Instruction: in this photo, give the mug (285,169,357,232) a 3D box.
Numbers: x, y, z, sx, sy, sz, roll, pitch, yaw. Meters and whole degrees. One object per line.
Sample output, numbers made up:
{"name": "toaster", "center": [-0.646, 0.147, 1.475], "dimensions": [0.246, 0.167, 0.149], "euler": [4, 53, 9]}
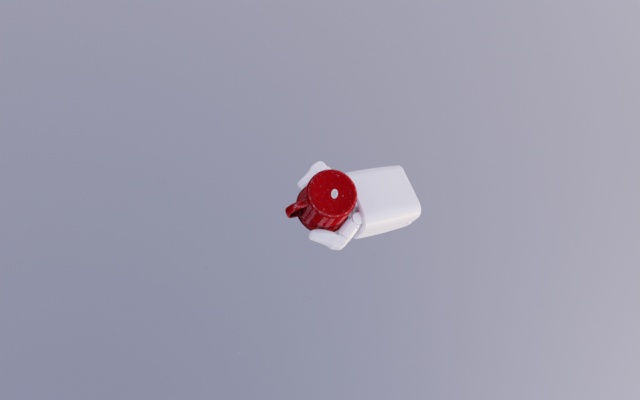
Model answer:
{"name": "mug", "center": [-0.001, 0.003, 0.766], "dimensions": [0.117, 0.093, 0.081], "euler": [-13, -15, -15]}
